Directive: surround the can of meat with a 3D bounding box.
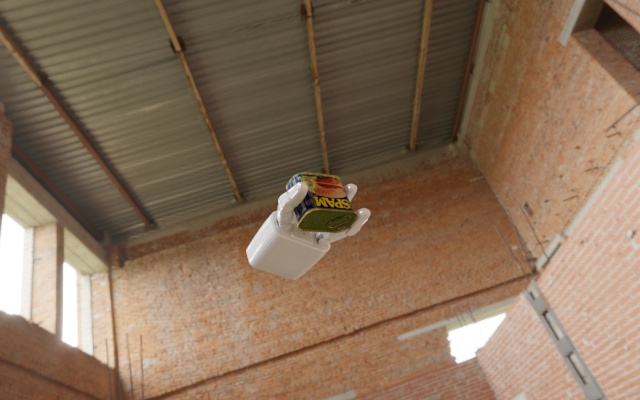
[{"bbox_3d":[0.000,0.002,0.790,0.102,0.084,0.057,5,-42,-34],"label":"can of meat"}]
